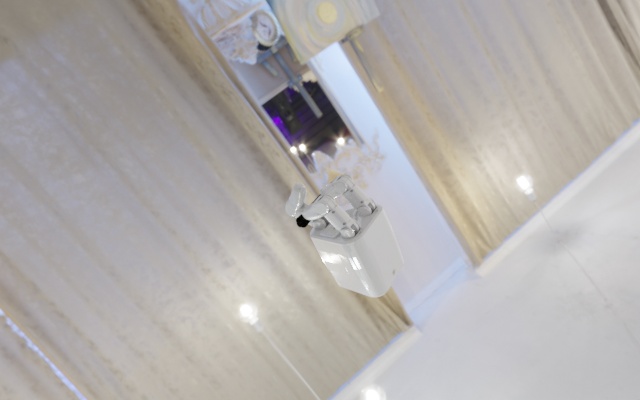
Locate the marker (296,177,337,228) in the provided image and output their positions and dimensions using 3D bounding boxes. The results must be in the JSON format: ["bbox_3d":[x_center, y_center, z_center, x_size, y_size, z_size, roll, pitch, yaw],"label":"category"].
[{"bbox_3d":[0.000,0.002,0.732,0.020,0.020,0.121,0,33,38],"label":"marker"}]
